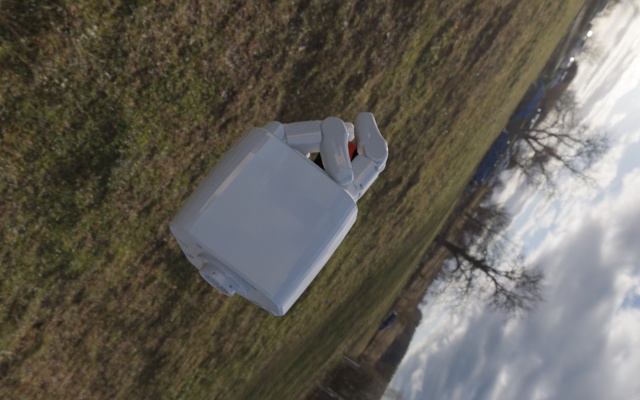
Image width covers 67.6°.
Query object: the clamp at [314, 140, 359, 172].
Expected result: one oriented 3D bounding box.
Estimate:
[{"bbox_3d":[0.001,0.002,0.487,0.039,0.120,0.172,30,-25,15],"label":"clamp"}]
